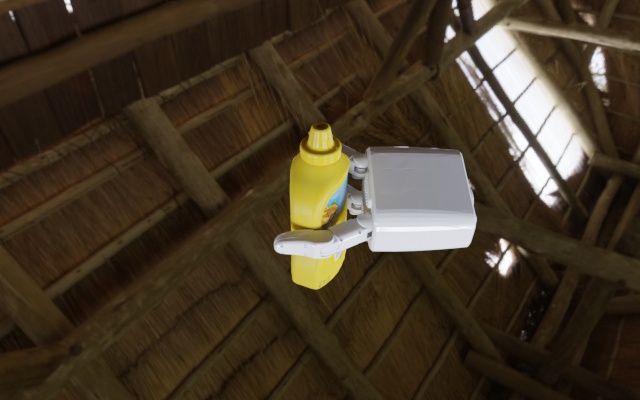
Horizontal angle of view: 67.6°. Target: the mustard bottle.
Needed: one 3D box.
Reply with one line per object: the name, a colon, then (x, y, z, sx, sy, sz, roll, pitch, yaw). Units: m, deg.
mustard bottle: (0.000, 0.002, 0.519, 0.058, 0.192, 0.096, 17, 43, 17)
